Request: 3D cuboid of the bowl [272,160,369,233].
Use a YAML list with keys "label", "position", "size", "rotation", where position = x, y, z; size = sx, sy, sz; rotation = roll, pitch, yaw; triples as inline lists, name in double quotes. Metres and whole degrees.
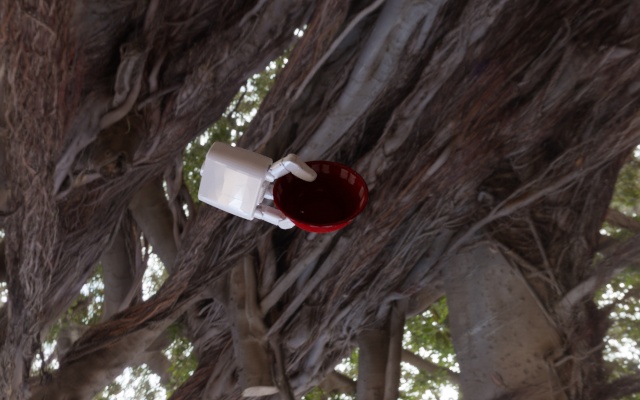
- label: "bowl"
  position: [0.001, 0.003, 0.814]
  size: [0.162, 0.055, 0.162]
  rotation: [1, 44, 0]
